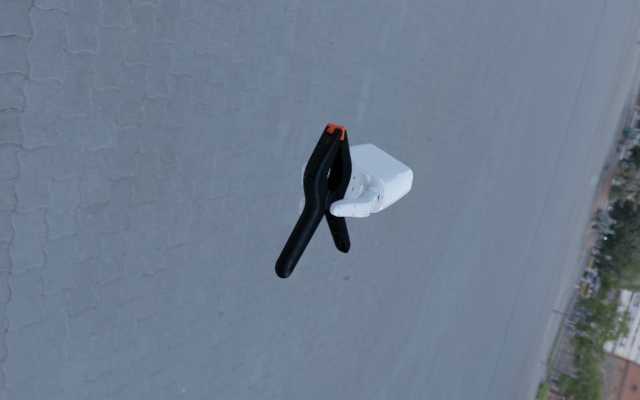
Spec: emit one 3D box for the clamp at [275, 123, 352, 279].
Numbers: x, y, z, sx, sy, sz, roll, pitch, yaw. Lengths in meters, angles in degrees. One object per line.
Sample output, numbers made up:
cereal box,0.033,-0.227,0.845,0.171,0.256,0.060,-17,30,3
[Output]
clamp,0.001,0.002,0.655,0.036,0.210,0.164,18,25,31
